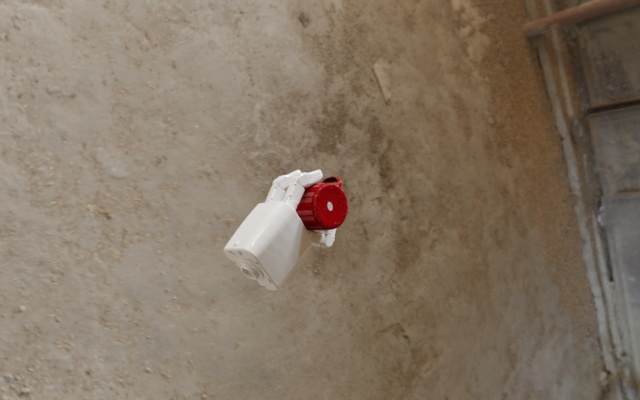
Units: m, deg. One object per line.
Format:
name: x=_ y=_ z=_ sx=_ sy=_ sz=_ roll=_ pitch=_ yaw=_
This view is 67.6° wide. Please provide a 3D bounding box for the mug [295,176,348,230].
mug: x=0.001 y=0.002 z=0.848 sx=0.081 sy=0.117 sz=0.093 roll=-4 pitch=-47 yaw=50
